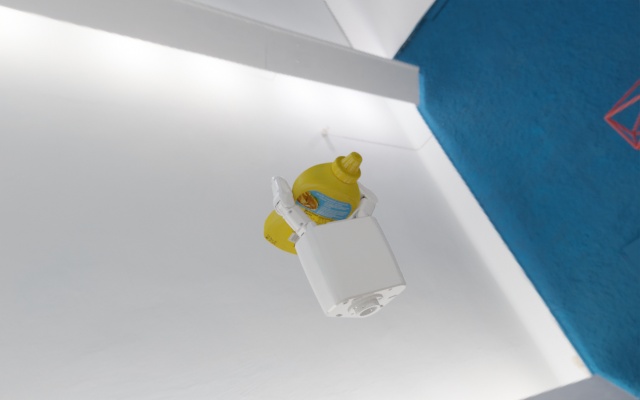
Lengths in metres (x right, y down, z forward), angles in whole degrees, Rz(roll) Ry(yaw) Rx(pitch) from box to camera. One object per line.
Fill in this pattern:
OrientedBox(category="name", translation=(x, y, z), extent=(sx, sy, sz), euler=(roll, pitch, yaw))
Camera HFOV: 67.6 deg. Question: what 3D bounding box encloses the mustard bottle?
OrientedBox(category="mustard bottle", translation=(0.000, 0.002, 0.677), extent=(0.096, 0.058, 0.192), euler=(22, -49, -21))
